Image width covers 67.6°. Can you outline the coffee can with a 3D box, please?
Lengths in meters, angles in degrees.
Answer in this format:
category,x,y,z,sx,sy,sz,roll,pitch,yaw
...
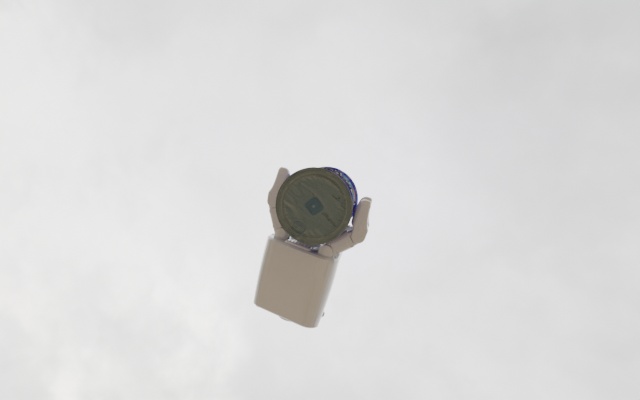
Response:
category,x,y,z,sx,sy,sz,roll,pitch,yaw
coffee can,0.000,0.002,0.692,0.103,0.103,0.140,0,5,8
